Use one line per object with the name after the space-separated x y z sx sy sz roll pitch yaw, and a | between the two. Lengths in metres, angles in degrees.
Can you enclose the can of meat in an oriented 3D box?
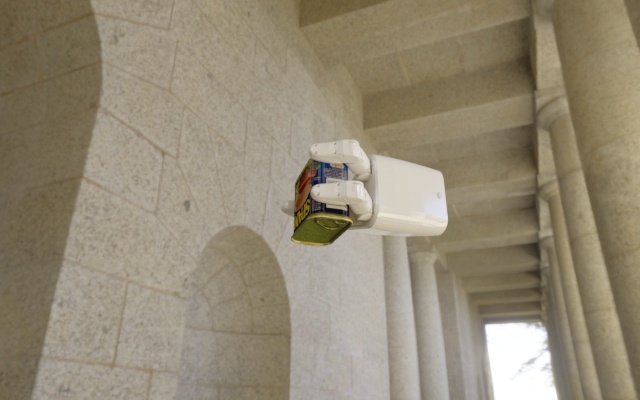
0.000 0.002 0.607 0.057 0.084 0.102 8 -25 -17 | can of meat
